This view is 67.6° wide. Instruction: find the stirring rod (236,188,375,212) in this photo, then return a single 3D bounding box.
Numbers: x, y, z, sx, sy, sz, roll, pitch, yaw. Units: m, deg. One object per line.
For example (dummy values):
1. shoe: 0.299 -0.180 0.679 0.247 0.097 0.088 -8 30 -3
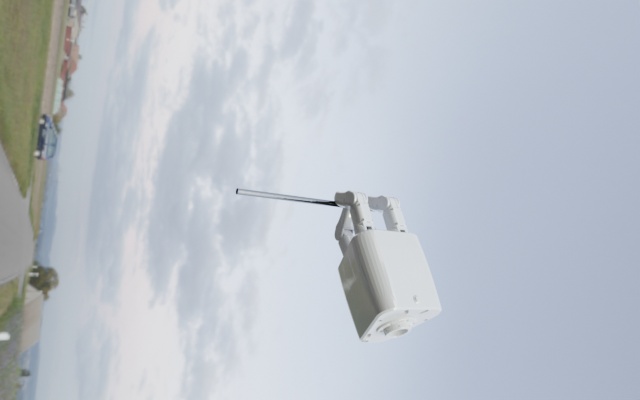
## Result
1. stirring rod: 0.000 0.002 0.650 0.239 0.011 0.011 7 -4 -30
